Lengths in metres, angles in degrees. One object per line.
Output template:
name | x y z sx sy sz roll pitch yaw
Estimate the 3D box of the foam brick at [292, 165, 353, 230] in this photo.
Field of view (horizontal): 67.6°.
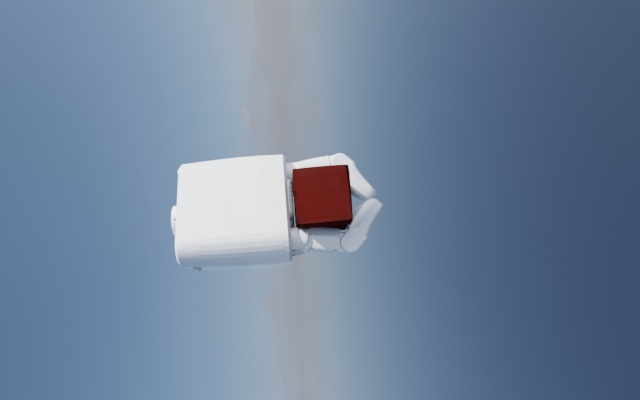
foam brick | 0.000 0.001 0.460 0.051 0.053 0.078 -4 -11 -4
